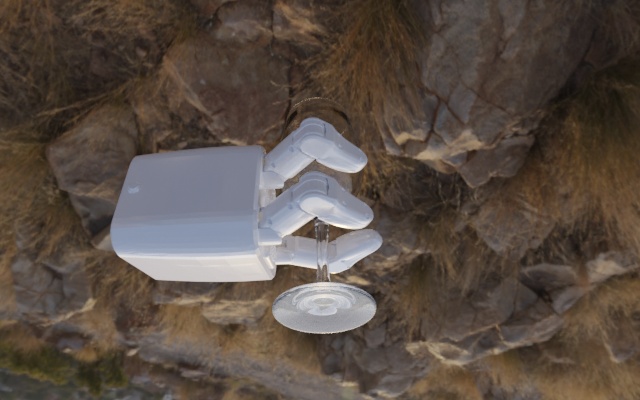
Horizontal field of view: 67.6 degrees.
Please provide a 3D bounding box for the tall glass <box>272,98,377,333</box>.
[{"bbox_3d":[0.000,0.002,0.400,0.079,0.200,0.079,-1,-39,-1],"label":"tall glass"}]
